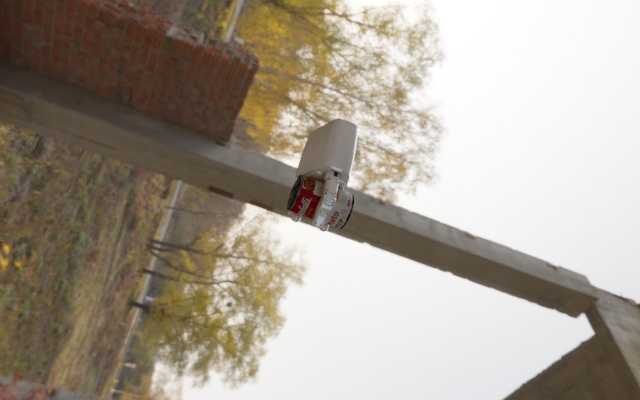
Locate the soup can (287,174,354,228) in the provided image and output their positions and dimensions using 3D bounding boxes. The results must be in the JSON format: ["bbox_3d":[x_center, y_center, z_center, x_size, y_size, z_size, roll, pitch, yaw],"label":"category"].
[{"bbox_3d":[0.000,0.003,0.845,0.102,0.068,0.068,20,-5,-14],"label":"soup can"}]
